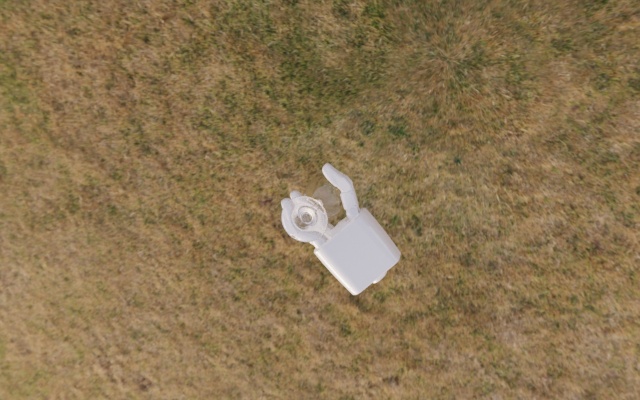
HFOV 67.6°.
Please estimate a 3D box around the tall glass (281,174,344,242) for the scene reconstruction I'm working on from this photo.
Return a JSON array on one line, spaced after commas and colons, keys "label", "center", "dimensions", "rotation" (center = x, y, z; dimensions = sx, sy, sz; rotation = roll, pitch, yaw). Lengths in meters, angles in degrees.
[{"label": "tall glass", "center": [0.000, 0.003, 0.822], "dimensions": [0.079, 0.079, 0.201], "rotation": [0, 16, 15]}]
